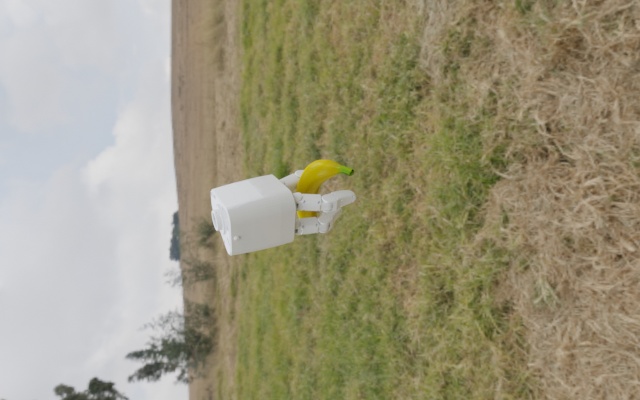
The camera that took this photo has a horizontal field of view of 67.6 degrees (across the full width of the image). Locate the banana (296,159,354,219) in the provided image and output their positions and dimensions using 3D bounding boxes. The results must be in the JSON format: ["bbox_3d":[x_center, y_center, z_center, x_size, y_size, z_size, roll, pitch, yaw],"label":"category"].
[{"bbox_3d":[-0.011,-0.013,0.797,0.037,0.069,0.198,-32,-14,-33],"label":"banana"}]
